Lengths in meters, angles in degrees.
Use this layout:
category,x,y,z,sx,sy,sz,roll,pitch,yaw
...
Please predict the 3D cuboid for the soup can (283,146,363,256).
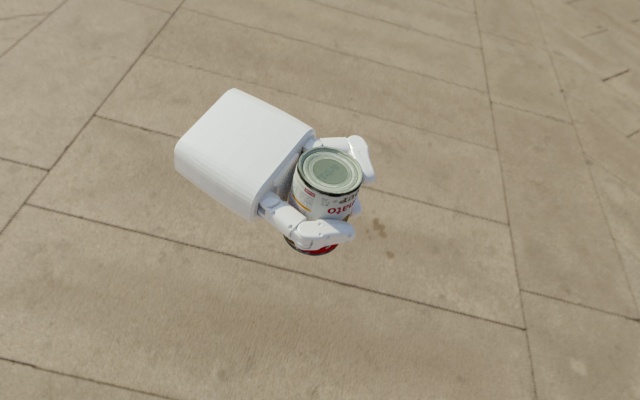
category,x,y,z,sx,sy,sz,roll,pitch,yaw
soup can,0.000,0.002,0.500,0.068,0.068,0.102,0,-40,-15
